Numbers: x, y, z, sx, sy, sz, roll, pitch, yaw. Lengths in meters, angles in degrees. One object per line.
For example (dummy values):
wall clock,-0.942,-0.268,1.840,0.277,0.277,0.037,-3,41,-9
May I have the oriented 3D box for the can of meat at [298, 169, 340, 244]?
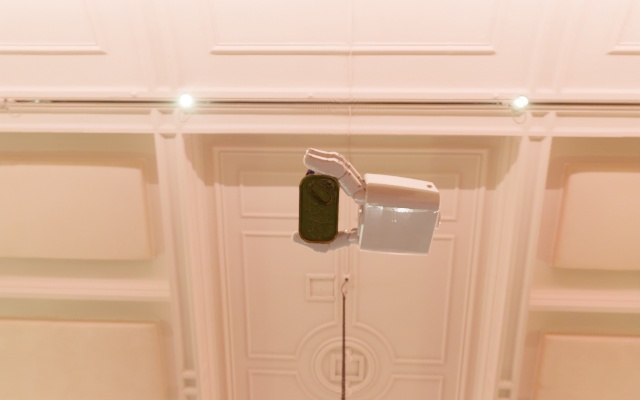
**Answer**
can of meat,0.000,0.002,0.712,0.057,0.102,0.084,2,16,3
